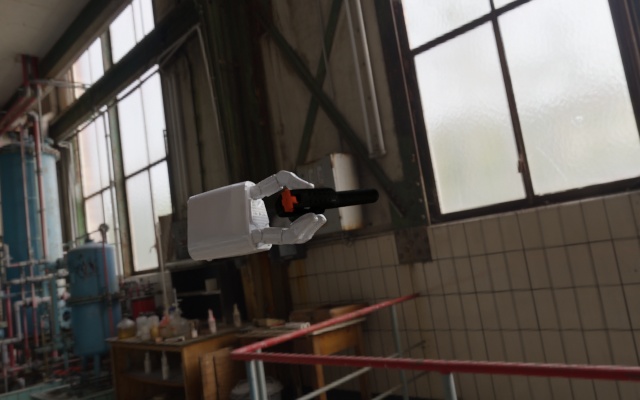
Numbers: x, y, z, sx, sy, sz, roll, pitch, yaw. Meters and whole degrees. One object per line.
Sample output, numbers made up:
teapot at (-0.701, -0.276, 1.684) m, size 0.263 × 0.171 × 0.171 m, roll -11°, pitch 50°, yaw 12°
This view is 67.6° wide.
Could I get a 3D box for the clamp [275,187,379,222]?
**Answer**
clamp at (0.000, 0.002, 0.734) m, size 0.164 × 0.036 × 0.210 m, roll -15°, pitch -8°, yaw 12°
